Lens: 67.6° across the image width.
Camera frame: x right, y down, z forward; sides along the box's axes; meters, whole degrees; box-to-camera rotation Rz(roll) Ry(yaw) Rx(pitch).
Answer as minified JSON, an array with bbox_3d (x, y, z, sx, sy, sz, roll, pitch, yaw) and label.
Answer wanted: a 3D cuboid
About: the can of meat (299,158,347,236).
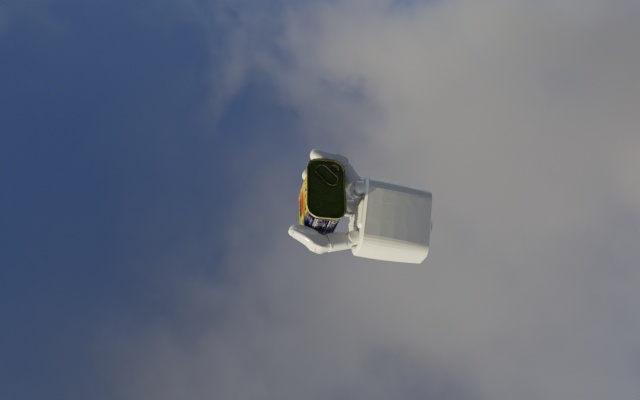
[{"bbox_3d":[0.000,0.003,0.716,0.057,0.102,0.084,5,-32,-11],"label":"can of meat"}]
